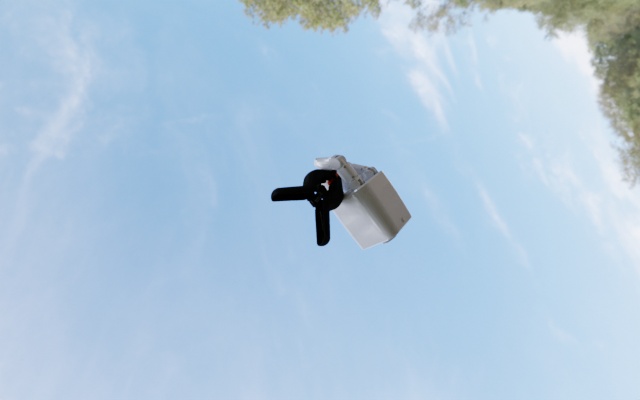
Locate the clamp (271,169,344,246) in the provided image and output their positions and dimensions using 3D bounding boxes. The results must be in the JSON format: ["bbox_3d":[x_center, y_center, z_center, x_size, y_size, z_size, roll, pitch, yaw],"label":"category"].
[{"bbox_3d":[0.000,0.003,0.812,0.039,0.120,0.171,-34,2,40],"label":"clamp"}]
